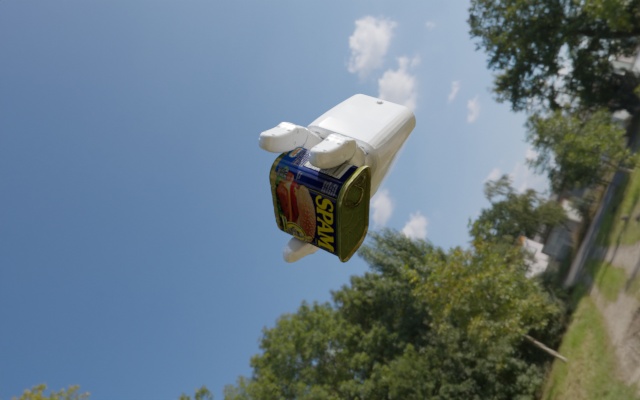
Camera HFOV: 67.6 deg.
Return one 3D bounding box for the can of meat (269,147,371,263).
[{"bbox_3d":[0.000,0.002,0.480,0.084,0.102,0.057,22,47,25],"label":"can of meat"}]
